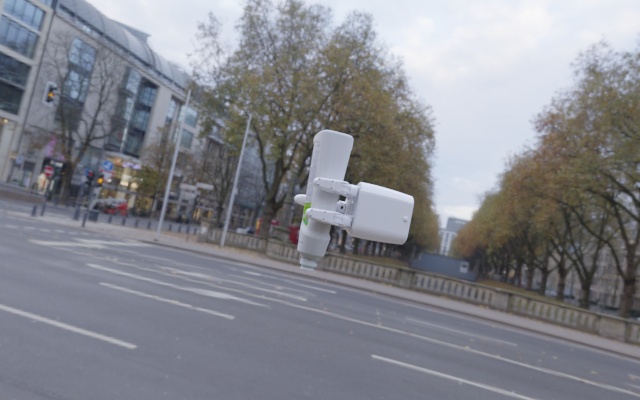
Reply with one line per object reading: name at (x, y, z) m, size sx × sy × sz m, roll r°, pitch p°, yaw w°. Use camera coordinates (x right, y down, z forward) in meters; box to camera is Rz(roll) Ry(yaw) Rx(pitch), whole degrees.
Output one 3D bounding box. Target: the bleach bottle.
bleach bottle at (0.000, 0.003, 0.879) m, size 0.068 × 0.251 × 0.102 m, roll 13°, pitch -4°, yaw -10°
